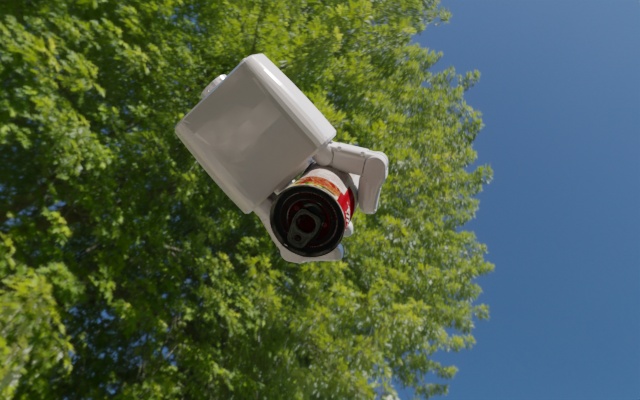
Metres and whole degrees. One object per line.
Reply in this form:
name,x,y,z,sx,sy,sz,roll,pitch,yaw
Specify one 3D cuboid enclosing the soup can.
soup can,0.001,0.002,0.456,0.068,0.068,0.102,0,20,15
